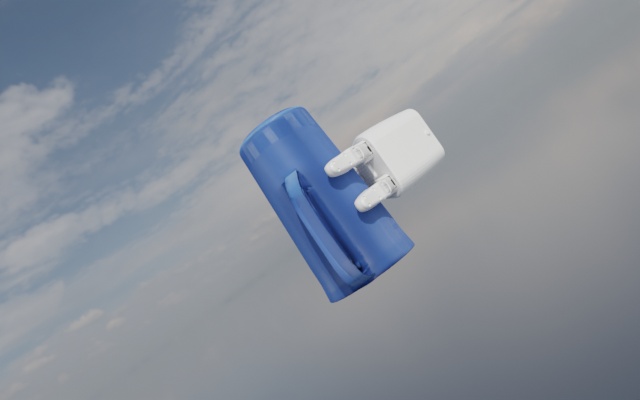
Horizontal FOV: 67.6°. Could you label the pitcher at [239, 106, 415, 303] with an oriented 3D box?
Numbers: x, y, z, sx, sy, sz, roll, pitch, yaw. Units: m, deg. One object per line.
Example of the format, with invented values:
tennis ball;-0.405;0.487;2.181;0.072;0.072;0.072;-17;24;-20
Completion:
pitcher;0.000;0.002;0.618;0.145;0.243;0.149;-34;-4;-31
